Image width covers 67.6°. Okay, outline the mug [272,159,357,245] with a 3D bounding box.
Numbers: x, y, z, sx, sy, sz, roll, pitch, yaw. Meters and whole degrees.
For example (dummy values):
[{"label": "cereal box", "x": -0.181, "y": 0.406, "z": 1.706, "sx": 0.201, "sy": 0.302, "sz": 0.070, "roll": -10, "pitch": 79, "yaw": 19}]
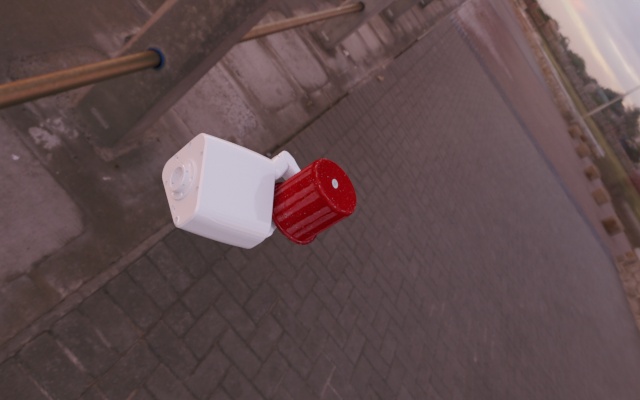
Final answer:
[{"label": "mug", "x": 0.001, "y": 0.002, "z": 0.624, "sx": 0.081, "sy": 0.093, "sz": 0.117, "roll": -32, "pitch": -35, "yaw": 32}]
